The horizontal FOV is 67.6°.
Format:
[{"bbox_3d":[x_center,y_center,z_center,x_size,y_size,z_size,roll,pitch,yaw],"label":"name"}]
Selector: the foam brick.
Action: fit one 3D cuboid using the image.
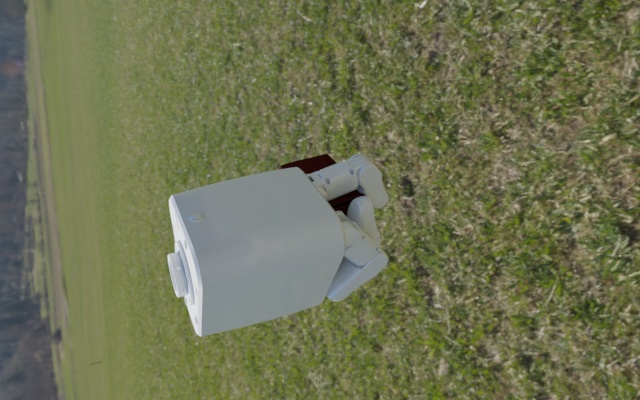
[{"bbox_3d":[0.000,0.001,0.441,0.051,0.053,0.078,-16,41,-20],"label":"foam brick"}]
